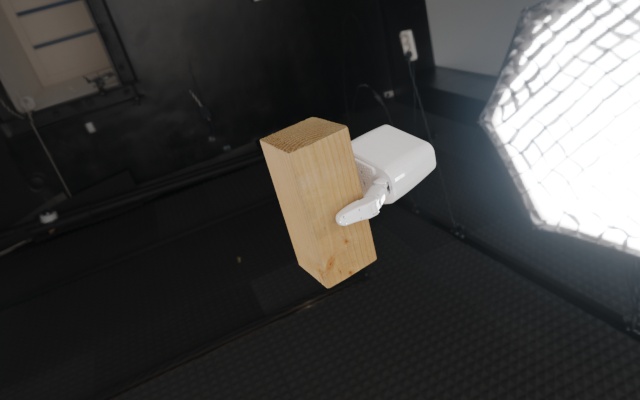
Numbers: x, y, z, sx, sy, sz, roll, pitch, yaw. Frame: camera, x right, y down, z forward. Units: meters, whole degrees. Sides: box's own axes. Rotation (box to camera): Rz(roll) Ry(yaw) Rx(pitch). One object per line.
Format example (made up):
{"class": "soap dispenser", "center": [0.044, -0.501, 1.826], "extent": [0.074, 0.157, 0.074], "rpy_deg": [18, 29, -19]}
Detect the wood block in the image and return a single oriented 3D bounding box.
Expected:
{"class": "wood block", "center": [0.001, 0.002, 0.659], "extent": [0.090, 0.206, 0.090], "rpy_deg": [-27, 29, -22]}
